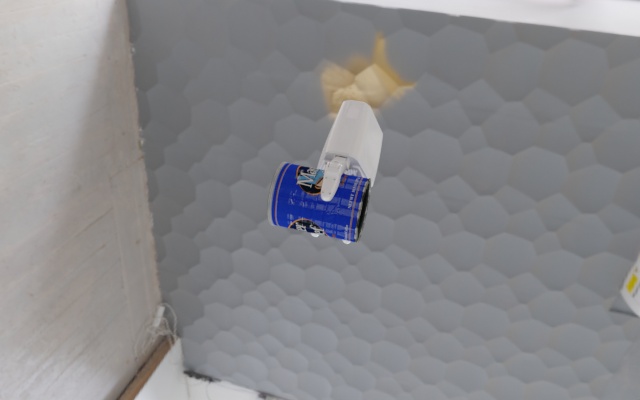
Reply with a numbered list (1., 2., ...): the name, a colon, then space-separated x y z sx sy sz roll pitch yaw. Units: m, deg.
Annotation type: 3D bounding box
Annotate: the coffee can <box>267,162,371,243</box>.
1. coffee can: 0.000 0.003 0.745 0.140 0.103 0.103 11 2 11
